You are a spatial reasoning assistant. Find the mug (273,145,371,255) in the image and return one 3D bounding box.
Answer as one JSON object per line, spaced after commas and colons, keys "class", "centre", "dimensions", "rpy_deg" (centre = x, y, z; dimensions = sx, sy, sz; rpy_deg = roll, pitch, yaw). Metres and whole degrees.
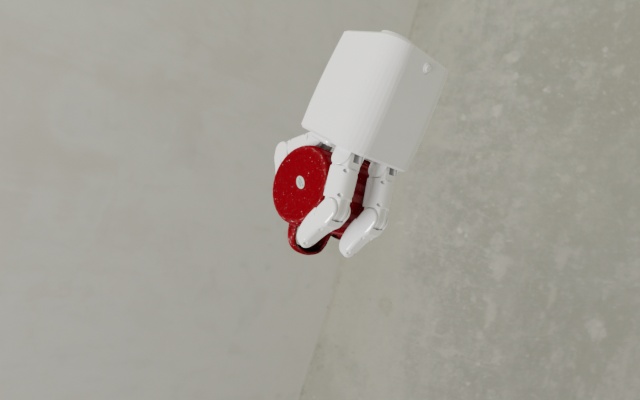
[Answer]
{"class": "mug", "centre": [-0.001, 0.003, 0.499], "dimensions": [0.081, 0.117, 0.093], "rpy_deg": [15, 11, -44]}
